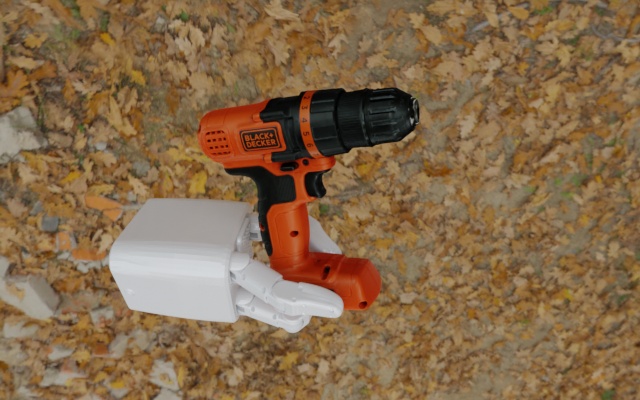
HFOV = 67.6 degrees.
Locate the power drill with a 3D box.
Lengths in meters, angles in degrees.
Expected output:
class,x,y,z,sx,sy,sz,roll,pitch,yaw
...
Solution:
class,x,y,z,sx,sy,sz,roll,pitch,yaw
power drill,0.000,0.002,0.404,0.184,0.188,0.057,-2,24,25
